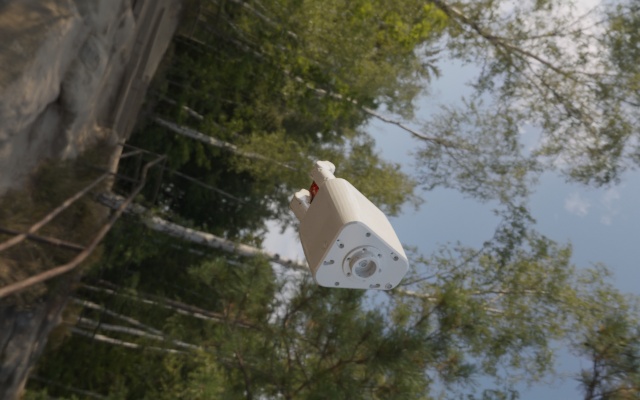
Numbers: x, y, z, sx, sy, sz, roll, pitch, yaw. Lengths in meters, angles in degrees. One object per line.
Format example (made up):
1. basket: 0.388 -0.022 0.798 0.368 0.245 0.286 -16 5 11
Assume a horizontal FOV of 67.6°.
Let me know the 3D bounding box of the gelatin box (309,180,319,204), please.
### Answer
1. gelatin box: 0.000 0.002 0.697 0.030 0.073 0.089 22 8 -16
